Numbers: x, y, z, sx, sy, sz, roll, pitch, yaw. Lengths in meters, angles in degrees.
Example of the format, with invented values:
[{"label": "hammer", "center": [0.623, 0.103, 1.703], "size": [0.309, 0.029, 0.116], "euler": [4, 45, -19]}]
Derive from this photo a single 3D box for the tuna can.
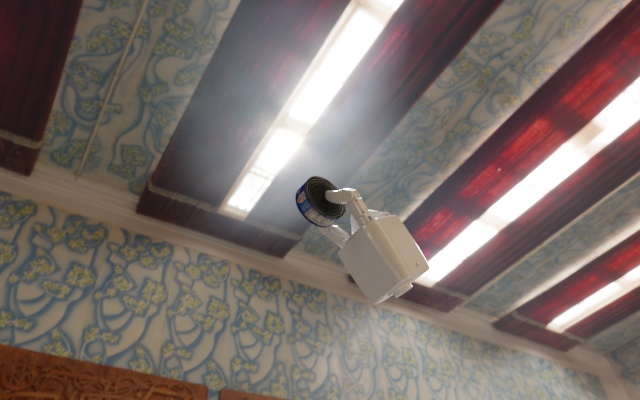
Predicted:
[{"label": "tuna can", "center": [0.000, 0.003, 0.810], "size": [0.086, 0.086, 0.034], "euler": [0, -34, -46]}]
